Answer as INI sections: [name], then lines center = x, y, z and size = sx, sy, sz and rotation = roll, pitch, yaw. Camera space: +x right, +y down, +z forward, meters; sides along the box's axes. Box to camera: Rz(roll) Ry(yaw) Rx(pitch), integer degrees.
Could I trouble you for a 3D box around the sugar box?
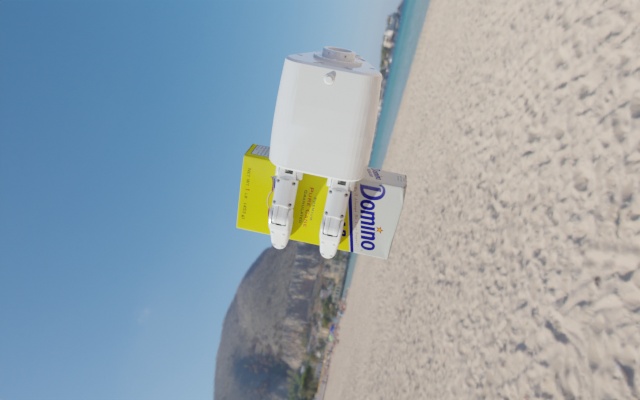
[sugar box]
center = 0.000, 0.002, 0.532
size = 0.176, 0.093, 0.048
rotation = 12, 26, 5
